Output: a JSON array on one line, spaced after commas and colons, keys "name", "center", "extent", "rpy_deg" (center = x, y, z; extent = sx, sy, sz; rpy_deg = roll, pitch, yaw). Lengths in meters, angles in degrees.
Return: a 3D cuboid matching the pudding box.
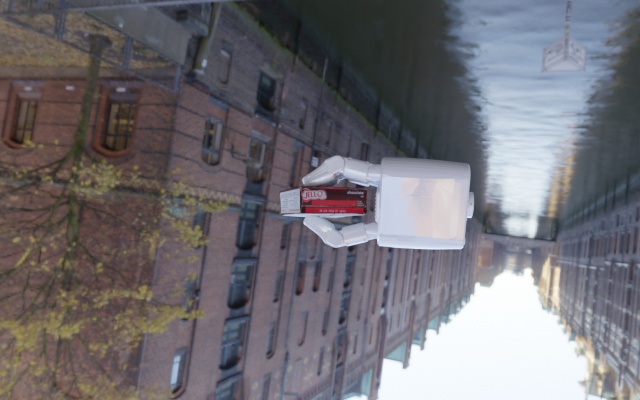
[{"name": "pudding box", "center": [0.000, 0.002, 0.637], "extent": [0.090, 0.039, 0.113], "rpy_deg": [2, -5, -19]}]
